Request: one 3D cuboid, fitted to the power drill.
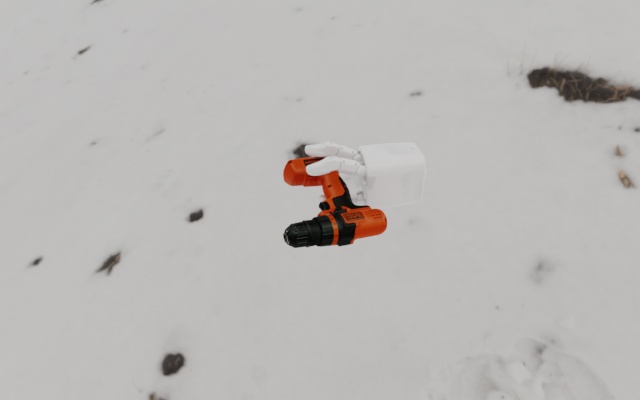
[{"bbox_3d":[0.000,0.002,0.831,0.184,0.057,0.187,-6,46,-26],"label":"power drill"}]
